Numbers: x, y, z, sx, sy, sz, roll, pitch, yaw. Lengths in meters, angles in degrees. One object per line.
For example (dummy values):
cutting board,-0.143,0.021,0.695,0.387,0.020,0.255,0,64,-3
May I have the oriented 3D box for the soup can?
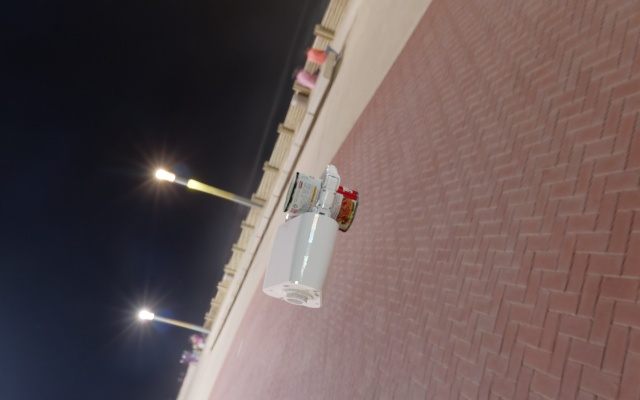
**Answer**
soup can,0.000,0.002,0.736,0.102,0.068,0.068,18,-3,-10
